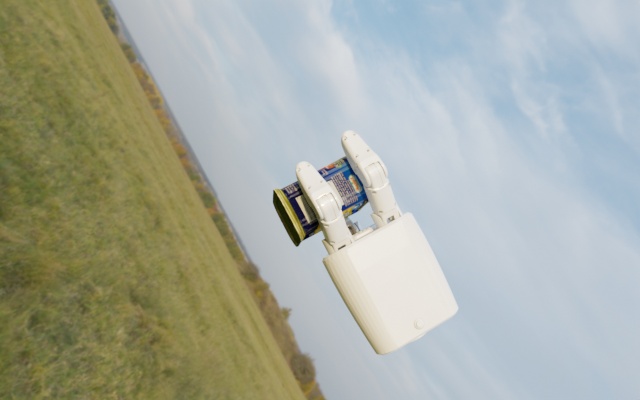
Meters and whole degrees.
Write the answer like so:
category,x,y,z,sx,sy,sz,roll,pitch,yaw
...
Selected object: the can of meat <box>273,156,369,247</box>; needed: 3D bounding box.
category,x,y,z,sx,sy,sz,roll,pitch,yaw
can of meat,0.000,0.001,0.499,0.084,0.057,0.102,-27,-6,-10
